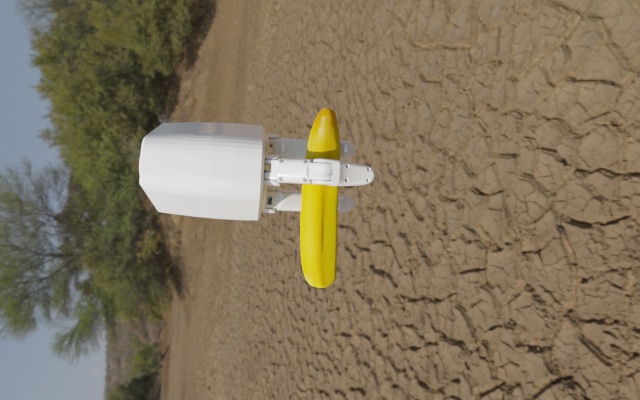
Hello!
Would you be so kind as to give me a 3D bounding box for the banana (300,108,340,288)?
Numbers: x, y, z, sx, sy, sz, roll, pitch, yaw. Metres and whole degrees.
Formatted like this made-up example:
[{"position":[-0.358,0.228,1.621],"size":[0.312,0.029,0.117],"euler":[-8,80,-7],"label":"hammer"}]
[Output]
[{"position":[-0.001,0.012,0.471],"size":[0.037,0.198,0.069],"euler":[1,24,2],"label":"banana"}]
